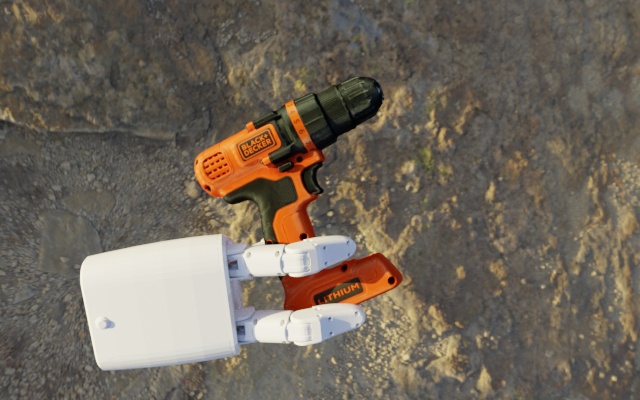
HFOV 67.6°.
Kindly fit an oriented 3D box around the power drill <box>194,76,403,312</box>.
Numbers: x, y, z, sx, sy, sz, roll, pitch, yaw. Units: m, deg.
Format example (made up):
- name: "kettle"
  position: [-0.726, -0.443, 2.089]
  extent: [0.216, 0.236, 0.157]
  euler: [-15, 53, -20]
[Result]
- name: "power drill"
  position: [0.000, 0.002, 0.426]
  extent: [0.184, 0.187, 0.057]
  euler: [-26, -8, 9]
